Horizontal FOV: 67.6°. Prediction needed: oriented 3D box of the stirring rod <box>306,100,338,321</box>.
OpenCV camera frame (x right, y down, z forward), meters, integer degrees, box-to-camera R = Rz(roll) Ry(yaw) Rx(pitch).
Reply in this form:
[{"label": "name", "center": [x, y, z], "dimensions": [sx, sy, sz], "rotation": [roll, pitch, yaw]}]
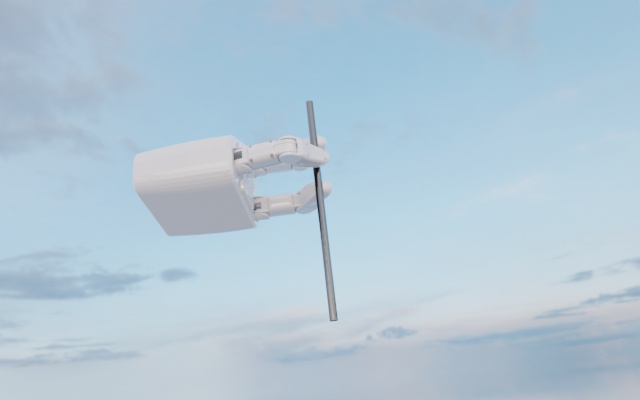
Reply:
[{"label": "stirring rod", "center": [0.000, 0.002, 0.492], "dimensions": [0.011, 0.239, 0.011], "rotation": [-6, -21, -2]}]
